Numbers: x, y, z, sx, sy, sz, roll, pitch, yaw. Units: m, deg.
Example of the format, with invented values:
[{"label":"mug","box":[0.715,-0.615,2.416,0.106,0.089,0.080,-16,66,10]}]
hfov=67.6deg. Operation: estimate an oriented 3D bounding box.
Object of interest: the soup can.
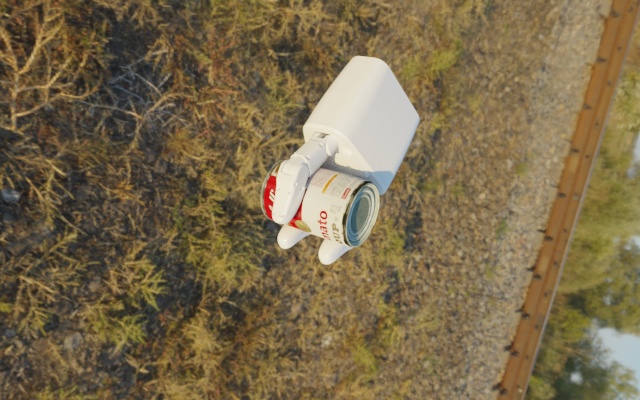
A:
[{"label":"soup can","box":[0.000,0.002,0.483,0.102,0.068,0.068,17,9,31]}]
